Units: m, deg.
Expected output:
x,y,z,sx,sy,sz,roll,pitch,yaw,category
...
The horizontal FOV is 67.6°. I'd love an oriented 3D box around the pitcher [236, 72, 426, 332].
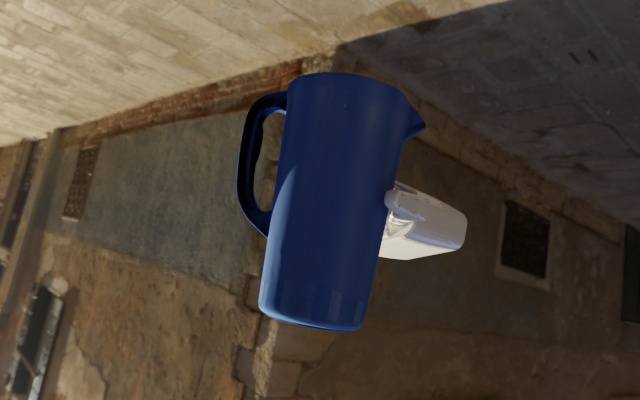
x,y,z,sx,sy,sz,roll,pitch,yaw,category
0.000,0.002,0.495,0.145,0.243,0.149,17,-10,-39,pitcher
